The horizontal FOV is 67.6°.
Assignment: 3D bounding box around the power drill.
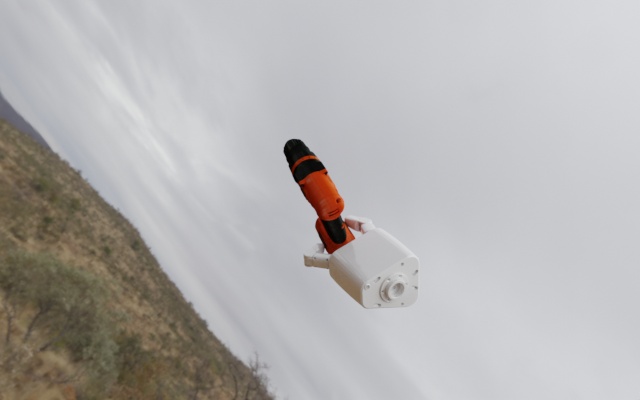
[{"bbox_3d":[0.000,0.003,0.811,0.057,0.184,0.188,-27,-42,-2],"label":"power drill"}]
